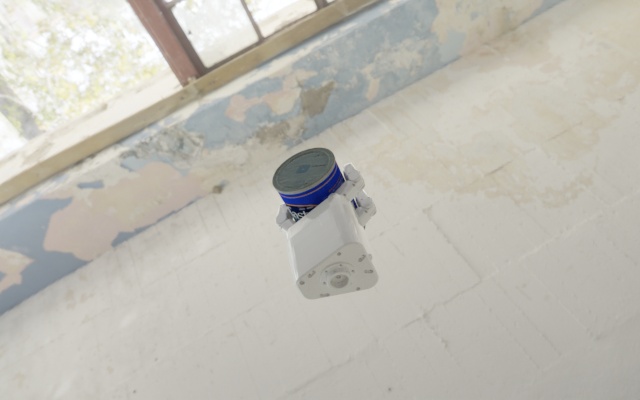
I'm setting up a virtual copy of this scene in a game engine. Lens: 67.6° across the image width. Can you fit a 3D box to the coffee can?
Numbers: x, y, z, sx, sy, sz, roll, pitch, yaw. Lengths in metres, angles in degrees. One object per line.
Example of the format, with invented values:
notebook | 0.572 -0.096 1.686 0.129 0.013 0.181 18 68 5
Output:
coffee can | 0.000 0.002 0.755 0.103 0.140 0.102 -18 36 14
